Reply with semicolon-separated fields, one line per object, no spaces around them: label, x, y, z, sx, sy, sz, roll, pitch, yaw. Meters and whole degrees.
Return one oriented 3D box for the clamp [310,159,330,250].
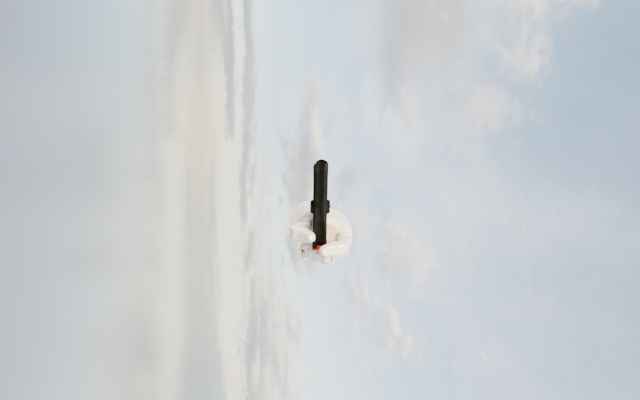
clamp;0.001;0.003;0.880;0.039;0.171;0.120;5;16;6
